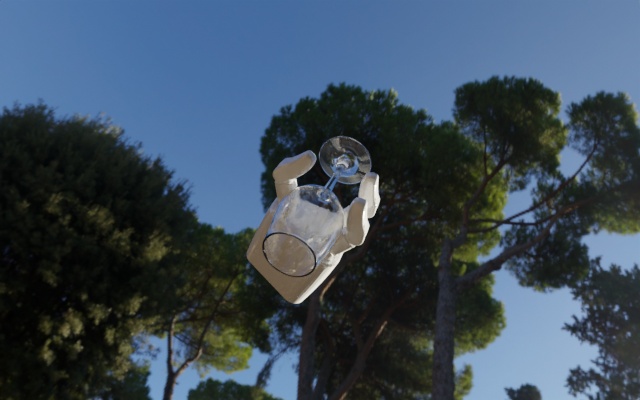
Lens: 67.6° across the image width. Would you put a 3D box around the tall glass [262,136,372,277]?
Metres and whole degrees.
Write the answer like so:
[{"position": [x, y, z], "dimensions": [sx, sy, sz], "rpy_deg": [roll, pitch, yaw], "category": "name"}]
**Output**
[{"position": [0.000, 0.001, 0.574], "dimensions": [0.079, 0.079, 0.201], "rpy_deg": [0, 34, 24], "category": "tall glass"}]
